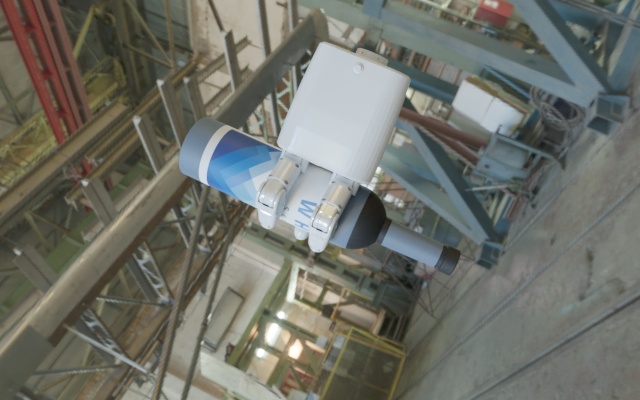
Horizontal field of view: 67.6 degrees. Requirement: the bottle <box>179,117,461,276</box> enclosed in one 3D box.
[{"bbox_3d":[0.000,0.002,0.491,0.295,0.069,0.069,25,3,8],"label":"bottle"}]
